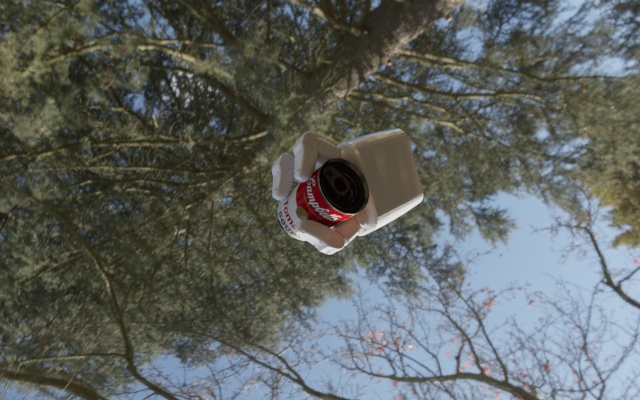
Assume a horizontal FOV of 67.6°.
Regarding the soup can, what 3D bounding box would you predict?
[{"bbox_3d":[0.000,0.002,0.565,0.068,0.068,0.102,0,-21,-35],"label":"soup can"}]
